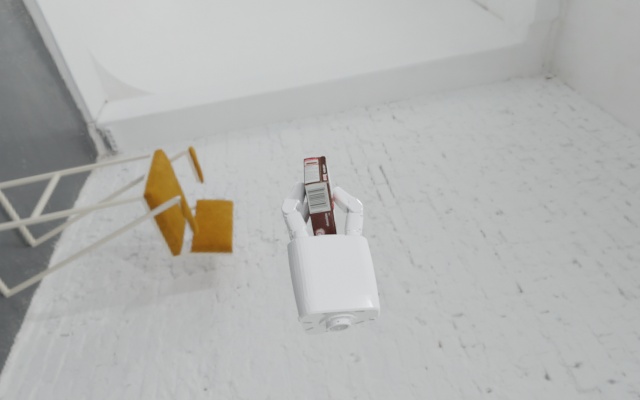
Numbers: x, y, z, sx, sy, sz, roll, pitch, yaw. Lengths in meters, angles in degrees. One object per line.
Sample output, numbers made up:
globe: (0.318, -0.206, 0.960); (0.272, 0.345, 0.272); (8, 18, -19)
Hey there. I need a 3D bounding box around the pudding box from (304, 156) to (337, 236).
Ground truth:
pudding box: (0.000, 0.002, 0.720); (0.039, 0.114, 0.090); (-7, 30, 0)
